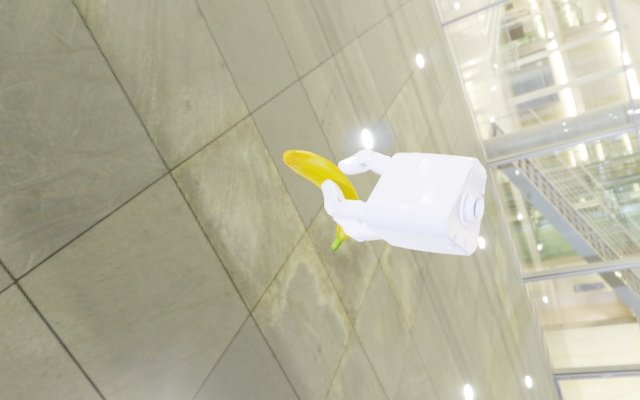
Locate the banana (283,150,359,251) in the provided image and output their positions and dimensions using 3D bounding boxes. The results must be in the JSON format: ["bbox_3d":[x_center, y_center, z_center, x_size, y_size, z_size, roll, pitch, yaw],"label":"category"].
[{"bbox_3d":[0.016,-0.007,0.677,0.069,0.198,0.037,-38,38,-12],"label":"banana"}]
